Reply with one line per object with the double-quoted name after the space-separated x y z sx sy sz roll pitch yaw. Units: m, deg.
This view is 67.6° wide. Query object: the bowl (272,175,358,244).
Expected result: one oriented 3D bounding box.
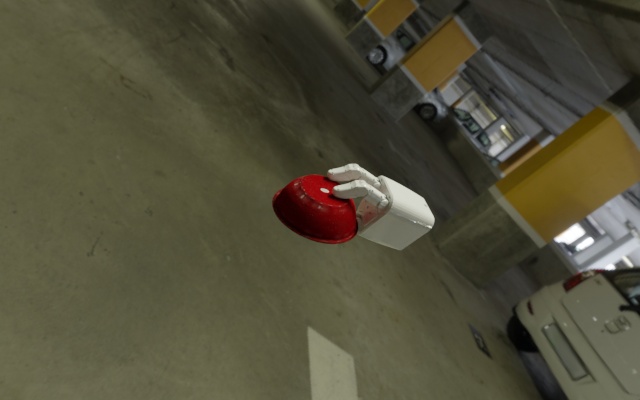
-0.001 0.002 0.831 0.162 0.055 0.162 16 32 -10 "bowl"
